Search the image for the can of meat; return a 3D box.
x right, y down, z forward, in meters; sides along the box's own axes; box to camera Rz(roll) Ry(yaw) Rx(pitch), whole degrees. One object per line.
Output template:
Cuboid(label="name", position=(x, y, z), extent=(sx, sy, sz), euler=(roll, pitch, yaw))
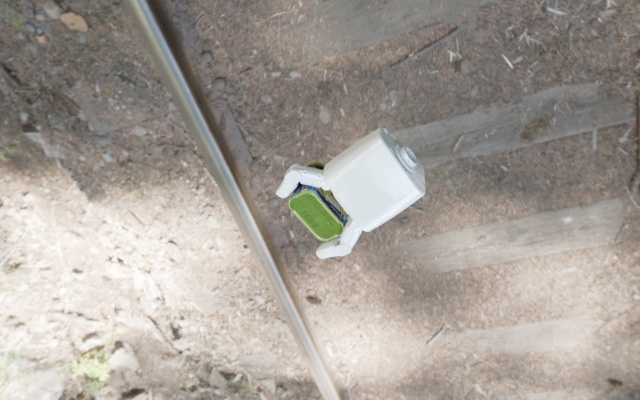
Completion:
Cuboid(label="can of meat", position=(0.000, 0.003, 0.753), extent=(0.057, 0.102, 0.084), euler=(-31, 23, 27))
